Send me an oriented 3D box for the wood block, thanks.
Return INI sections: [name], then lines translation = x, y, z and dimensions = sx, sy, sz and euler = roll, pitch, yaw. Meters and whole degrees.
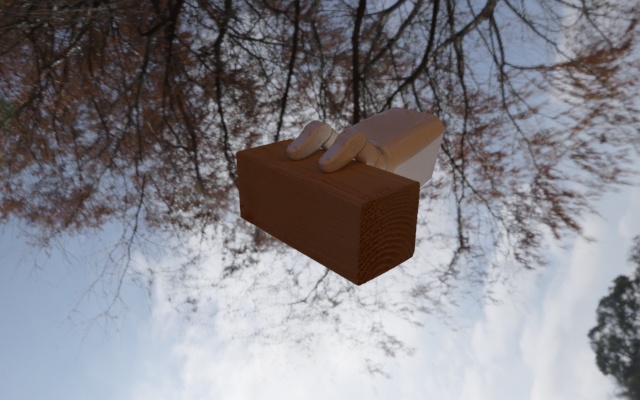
[wood block]
translation = 0.000, 0.002, 0.540
dimensions = 0.090, 0.091, 0.206
euler = -20, 30, -37
